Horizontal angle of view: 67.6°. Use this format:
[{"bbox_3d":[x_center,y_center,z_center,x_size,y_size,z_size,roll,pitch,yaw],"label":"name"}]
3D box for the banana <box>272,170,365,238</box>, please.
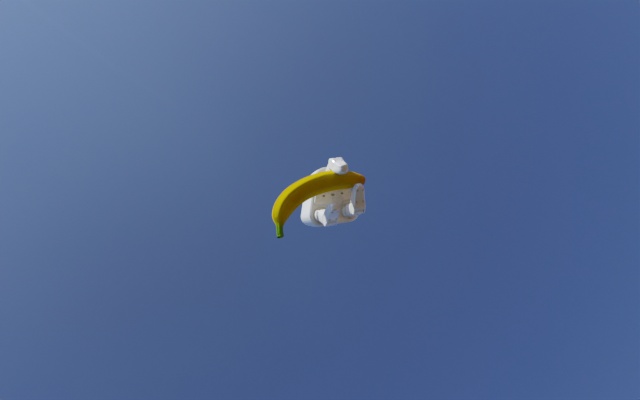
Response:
[{"bbox_3d":[-0.013,-0.011,0.837,0.197,0.069,0.037,-33,-3,-20],"label":"banana"}]
